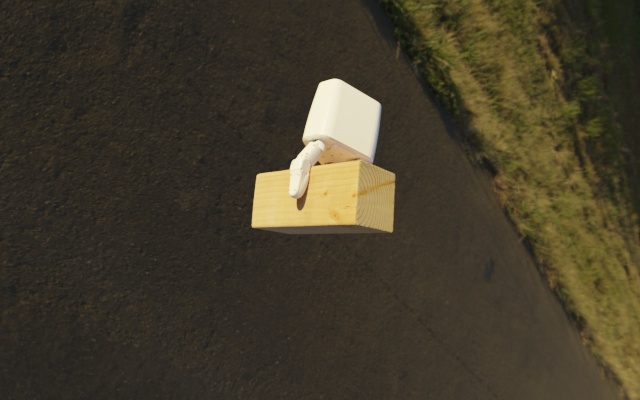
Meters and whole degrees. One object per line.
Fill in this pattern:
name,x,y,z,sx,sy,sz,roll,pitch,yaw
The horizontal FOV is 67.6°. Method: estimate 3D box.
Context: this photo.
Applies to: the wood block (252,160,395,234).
wood block,0.000,0.002,0.726,0.206,0.090,0.091,-5,-14,41
